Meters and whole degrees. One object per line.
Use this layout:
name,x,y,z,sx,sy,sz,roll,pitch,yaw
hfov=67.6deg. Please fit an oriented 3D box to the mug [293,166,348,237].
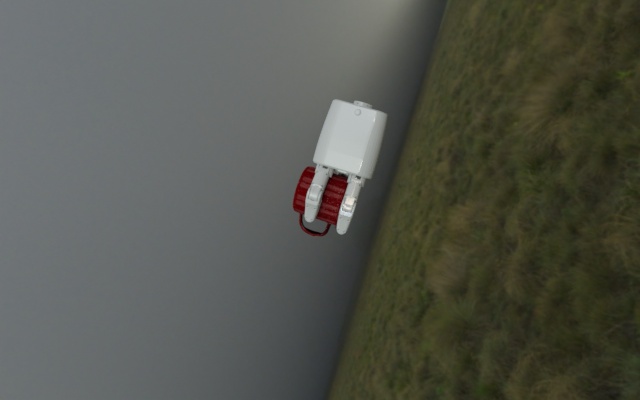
mug,0.000,0.004,0.807,0.081,0.117,0.093,18,6,8
